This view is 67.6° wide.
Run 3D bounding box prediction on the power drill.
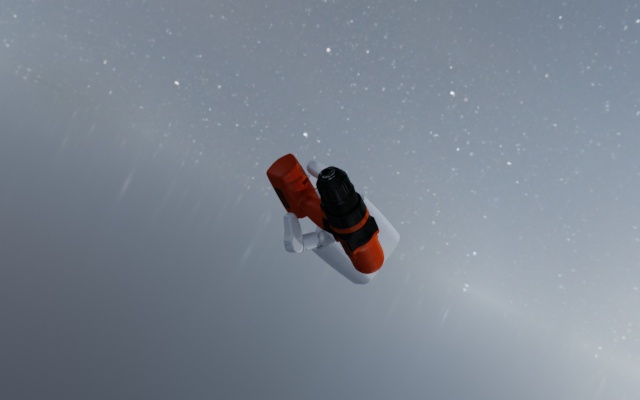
[{"bbox_3d":[0.000,0.002,0.657,0.057,0.185,0.187,-38,42,-14],"label":"power drill"}]
